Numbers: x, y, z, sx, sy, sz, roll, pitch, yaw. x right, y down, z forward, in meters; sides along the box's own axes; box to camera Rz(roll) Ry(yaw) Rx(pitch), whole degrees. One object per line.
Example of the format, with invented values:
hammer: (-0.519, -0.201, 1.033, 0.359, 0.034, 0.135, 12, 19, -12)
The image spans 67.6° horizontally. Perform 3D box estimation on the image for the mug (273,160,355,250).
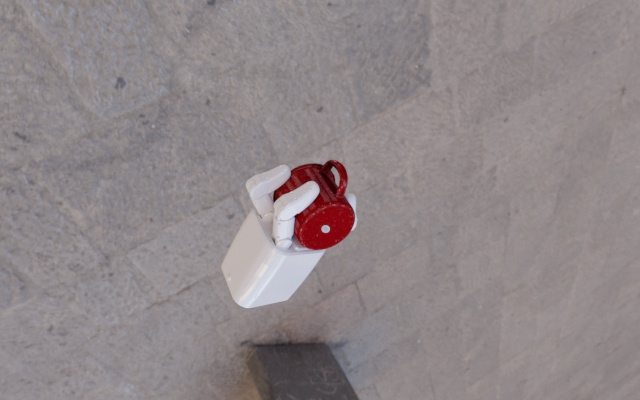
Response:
mug: (0.001, 0.001, 0.626, 0.093, 0.117, 0.081, 14, 30, -38)
